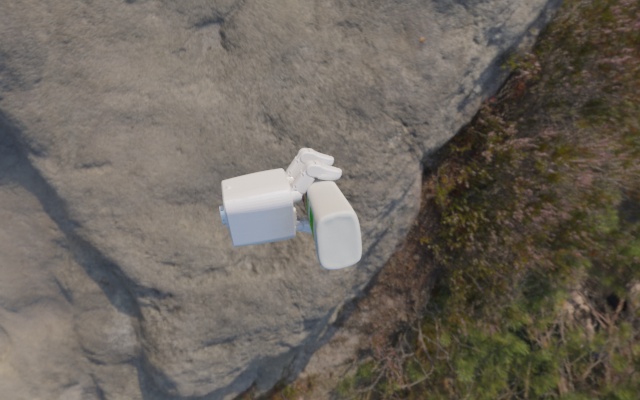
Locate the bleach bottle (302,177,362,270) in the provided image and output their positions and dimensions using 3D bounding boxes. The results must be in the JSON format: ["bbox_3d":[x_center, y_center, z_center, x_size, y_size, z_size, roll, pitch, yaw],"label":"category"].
[{"bbox_3d":[0.000,0.003,0.794,0.068,0.103,0.250,-11,29,-9],"label":"bleach bottle"}]
